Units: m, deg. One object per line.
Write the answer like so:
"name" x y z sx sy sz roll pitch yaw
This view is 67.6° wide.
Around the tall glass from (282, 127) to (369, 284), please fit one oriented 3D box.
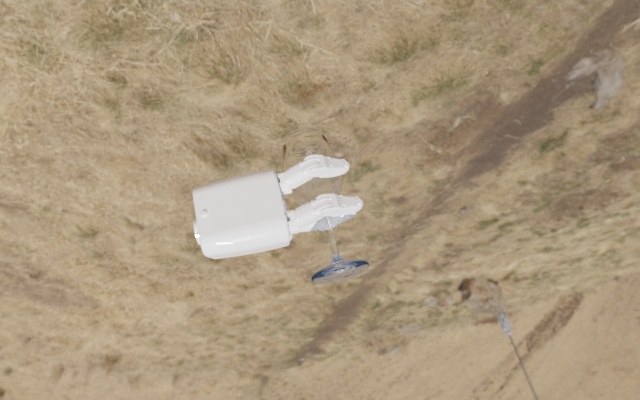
"tall glass" 0.000 0.003 0.629 0.079 0.201 0.079 -13 -25 -6
